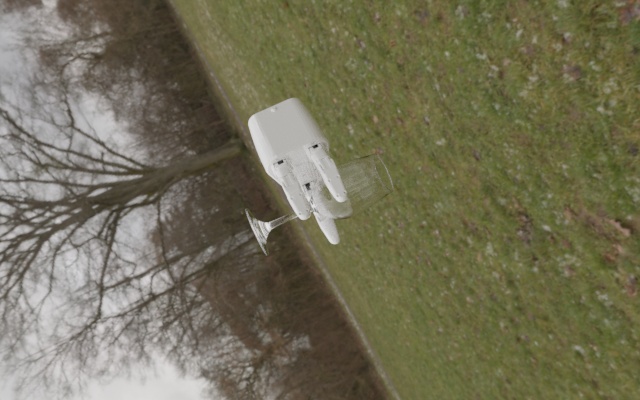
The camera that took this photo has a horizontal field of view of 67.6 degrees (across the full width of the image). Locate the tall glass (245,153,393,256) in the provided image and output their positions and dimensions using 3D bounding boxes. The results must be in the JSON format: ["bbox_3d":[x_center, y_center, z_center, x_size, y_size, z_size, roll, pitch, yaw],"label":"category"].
[{"bbox_3d":[0.000,0.003,0.678,0.201,0.079,0.079,-25,2,-4],"label":"tall glass"}]
